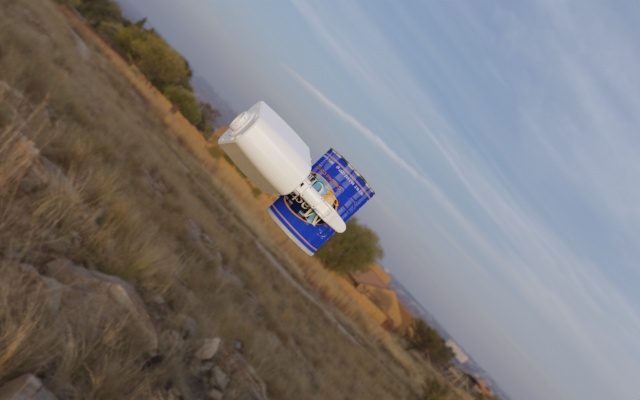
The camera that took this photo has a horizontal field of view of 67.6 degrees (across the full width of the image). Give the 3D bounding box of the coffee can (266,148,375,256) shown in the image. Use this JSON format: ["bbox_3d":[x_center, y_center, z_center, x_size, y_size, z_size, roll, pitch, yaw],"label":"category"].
[{"bbox_3d":[0.000,0.003,0.749,0.140,0.103,0.103,-44,1,-1],"label":"coffee can"}]
